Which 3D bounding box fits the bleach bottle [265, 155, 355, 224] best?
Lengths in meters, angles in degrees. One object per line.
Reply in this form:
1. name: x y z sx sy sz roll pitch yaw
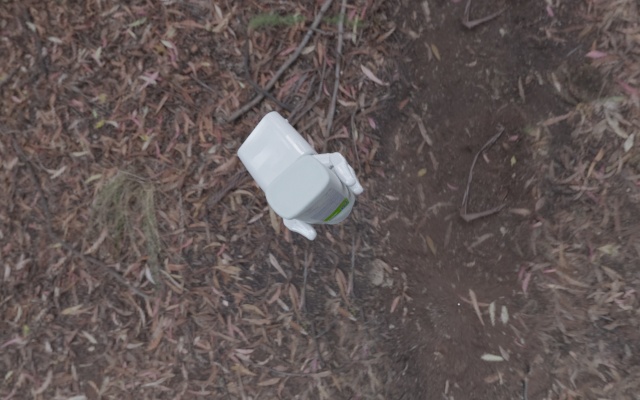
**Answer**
1. bleach bottle: 0.000 0.003 0.812 0.102 0.068 0.251 -42 -19 4
